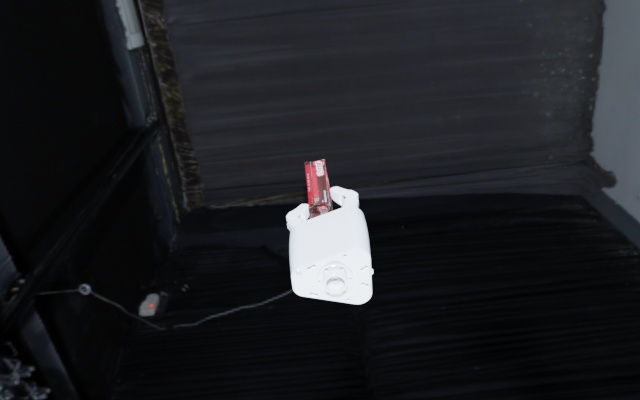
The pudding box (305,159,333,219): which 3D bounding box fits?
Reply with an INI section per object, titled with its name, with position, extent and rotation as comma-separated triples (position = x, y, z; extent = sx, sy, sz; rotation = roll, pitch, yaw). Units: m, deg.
[pudding box]
position = 0.000, 0.003, 0.779
extent = 0.039, 0.090, 0.114
rotation = -5, -34, 1
